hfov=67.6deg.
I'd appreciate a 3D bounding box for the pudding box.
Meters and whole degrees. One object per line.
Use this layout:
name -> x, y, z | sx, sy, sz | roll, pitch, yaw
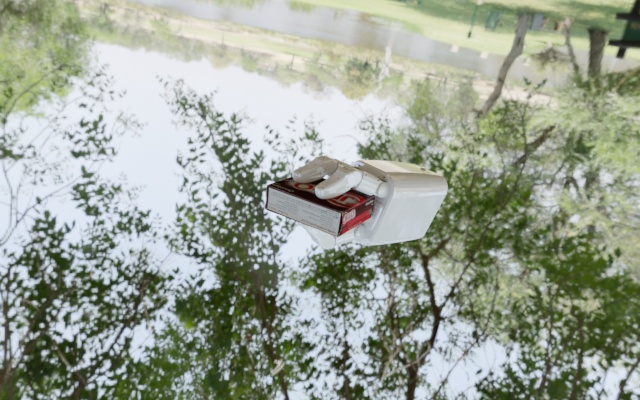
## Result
pudding box -> 0.000, 0.002, 0.609 | 0.113, 0.039, 0.090 | 17, 21, 27
